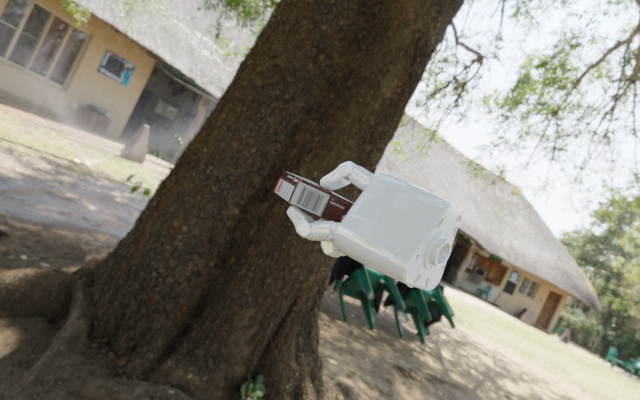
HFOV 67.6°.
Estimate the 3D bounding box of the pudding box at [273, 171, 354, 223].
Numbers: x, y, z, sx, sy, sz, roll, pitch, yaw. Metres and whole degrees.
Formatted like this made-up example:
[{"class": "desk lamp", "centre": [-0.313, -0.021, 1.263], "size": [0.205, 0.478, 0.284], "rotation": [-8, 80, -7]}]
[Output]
[{"class": "pudding box", "centre": [0.000, 0.002, 0.656], "size": [0.113, 0.039, 0.090], "rotation": [27, 0, -22]}]
